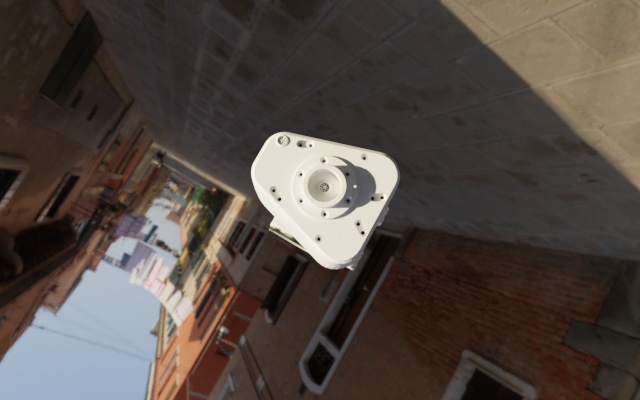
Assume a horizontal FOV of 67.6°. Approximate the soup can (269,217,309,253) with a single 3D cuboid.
[{"bbox_3d":[0.000,0.002,0.495,0.068,0.102,0.068,29,-7,4],"label":"soup can"}]
